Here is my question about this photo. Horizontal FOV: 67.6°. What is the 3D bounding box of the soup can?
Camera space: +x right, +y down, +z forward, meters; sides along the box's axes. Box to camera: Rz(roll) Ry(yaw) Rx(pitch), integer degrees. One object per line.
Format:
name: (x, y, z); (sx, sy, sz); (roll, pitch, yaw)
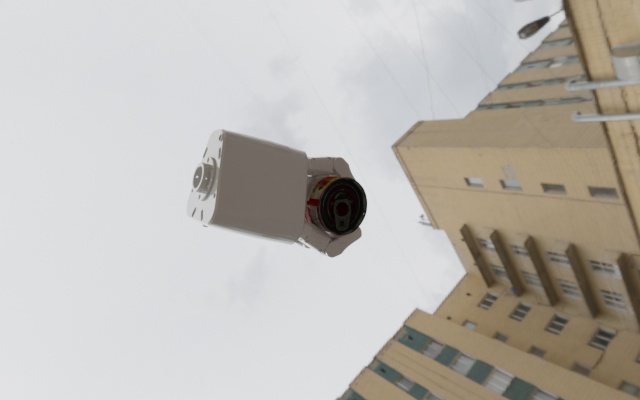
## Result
soup can: (0.000, 0.002, 0.591); (0.068, 0.068, 0.102); (0, 6, -33)
